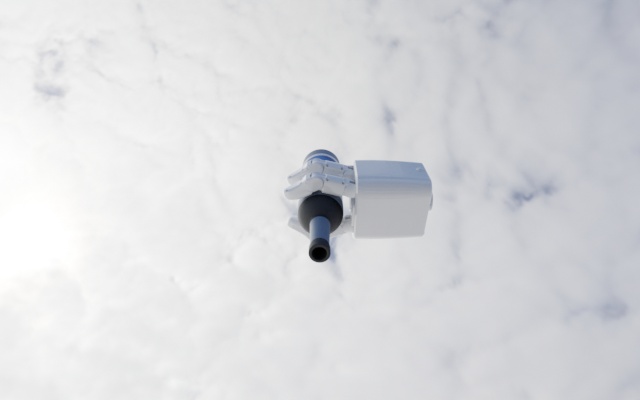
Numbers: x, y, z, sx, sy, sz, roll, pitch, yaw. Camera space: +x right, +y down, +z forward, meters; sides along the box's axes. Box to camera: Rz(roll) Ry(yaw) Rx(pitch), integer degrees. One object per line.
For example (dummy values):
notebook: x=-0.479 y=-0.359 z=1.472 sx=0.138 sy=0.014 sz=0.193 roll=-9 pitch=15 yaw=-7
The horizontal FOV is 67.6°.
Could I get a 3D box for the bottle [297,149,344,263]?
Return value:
bottle: x=0.000 y=0.002 z=0.715 sx=0.069 sy=0.069 sz=0.295 roll=0 pitch=25 yaw=1
